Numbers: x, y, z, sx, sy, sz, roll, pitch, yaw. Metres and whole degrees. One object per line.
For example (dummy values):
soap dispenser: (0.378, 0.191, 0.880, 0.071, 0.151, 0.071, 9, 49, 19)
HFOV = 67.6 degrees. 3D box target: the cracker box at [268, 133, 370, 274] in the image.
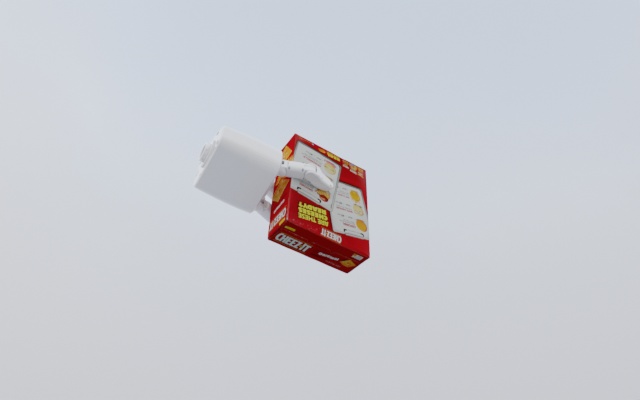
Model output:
cracker box: (0.000, 0.003, 0.842, 0.164, 0.213, 0.072, 26, -48, -23)
